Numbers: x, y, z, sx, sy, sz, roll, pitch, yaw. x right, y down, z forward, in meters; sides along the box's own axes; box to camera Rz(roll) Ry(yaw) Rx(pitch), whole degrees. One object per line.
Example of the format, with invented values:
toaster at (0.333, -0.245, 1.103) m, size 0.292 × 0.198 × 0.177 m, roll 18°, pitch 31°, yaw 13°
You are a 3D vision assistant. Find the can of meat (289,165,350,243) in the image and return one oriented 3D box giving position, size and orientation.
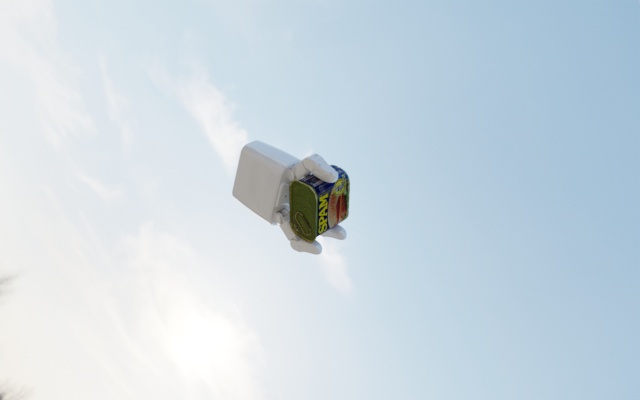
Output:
can of meat at (0.000, 0.002, 0.752) m, size 0.057 × 0.102 × 0.084 m, roll 27°, pitch 40°, yaw 35°
